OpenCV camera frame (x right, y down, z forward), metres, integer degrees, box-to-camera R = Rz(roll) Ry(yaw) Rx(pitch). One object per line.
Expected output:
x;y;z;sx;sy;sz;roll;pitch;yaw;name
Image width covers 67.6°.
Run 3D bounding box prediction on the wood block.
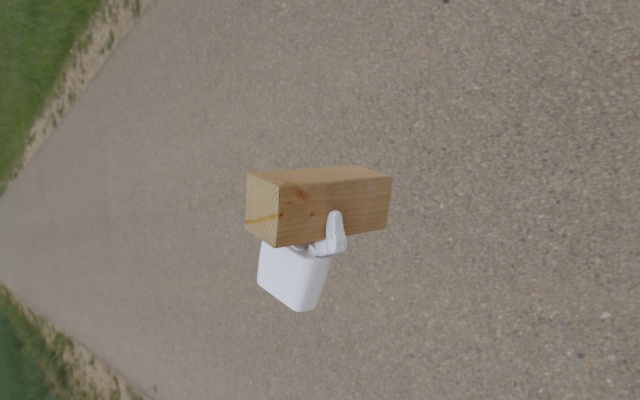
0.000;0.003;0.724;0.206;0.090;0.090;-7;20;-36;wood block
